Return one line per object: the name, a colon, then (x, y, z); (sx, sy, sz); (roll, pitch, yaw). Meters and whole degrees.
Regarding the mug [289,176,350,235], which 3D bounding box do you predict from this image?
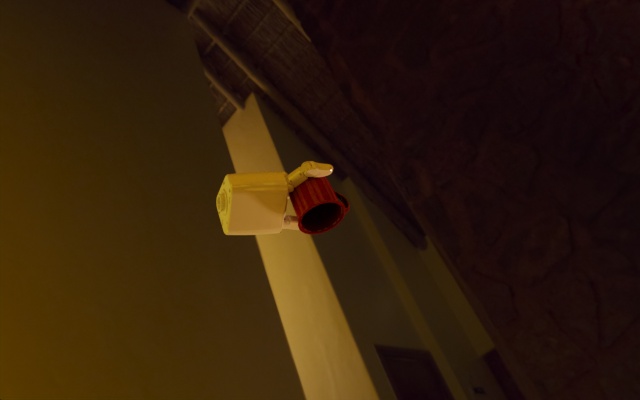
mug: (0.001, 0.003, 0.900); (0.117, 0.081, 0.093); (-3, -43, -27)
